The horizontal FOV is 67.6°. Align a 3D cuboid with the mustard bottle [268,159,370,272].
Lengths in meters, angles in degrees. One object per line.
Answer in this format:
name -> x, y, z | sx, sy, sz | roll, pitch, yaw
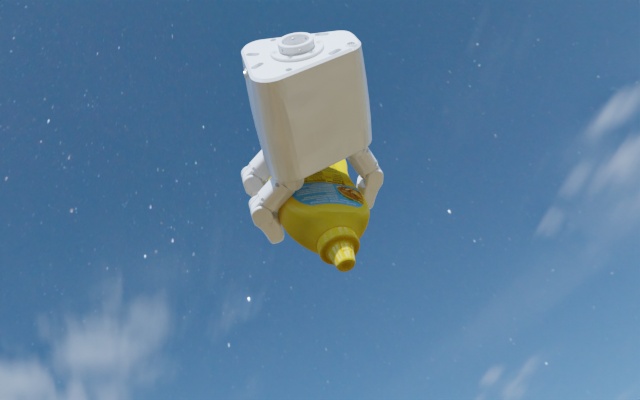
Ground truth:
mustard bottle -> 0.000, 0.002, 0.513 | 0.096, 0.058, 0.191 | 4, 36, -21
